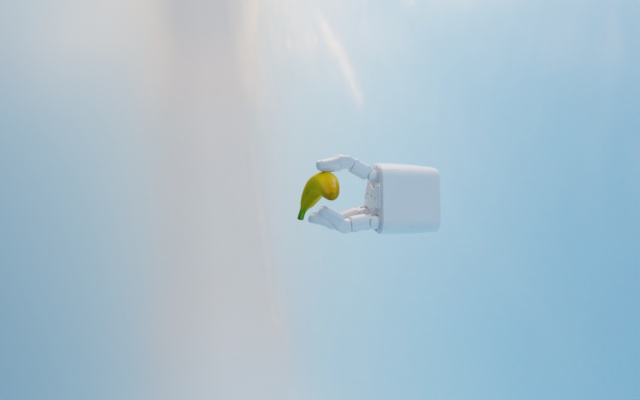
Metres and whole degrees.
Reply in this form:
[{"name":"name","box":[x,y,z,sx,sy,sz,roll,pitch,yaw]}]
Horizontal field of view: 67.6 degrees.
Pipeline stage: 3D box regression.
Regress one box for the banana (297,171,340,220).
[{"name":"banana","box":[0.000,-0.015,0.794,0.037,0.069,0.198,5,-13,-14]}]
